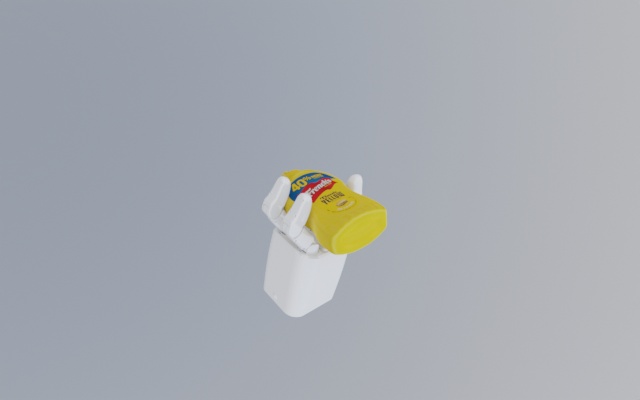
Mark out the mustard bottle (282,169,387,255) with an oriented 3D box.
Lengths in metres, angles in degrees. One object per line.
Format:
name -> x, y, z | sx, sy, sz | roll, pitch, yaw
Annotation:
mustard bottle -> 0.000, 0.002, 0.688 | 0.096, 0.058, 0.191 | -27, 39, -25
